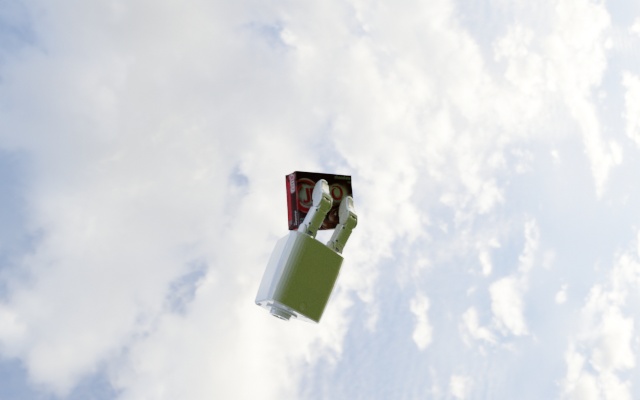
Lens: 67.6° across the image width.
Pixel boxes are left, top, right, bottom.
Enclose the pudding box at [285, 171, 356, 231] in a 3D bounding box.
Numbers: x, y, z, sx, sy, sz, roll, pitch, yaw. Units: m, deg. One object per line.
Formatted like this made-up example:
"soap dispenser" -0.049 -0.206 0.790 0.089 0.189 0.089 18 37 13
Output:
"pudding box" 0.000 0.003 0.758 0.113 0.090 0.039 3 -10 -37
